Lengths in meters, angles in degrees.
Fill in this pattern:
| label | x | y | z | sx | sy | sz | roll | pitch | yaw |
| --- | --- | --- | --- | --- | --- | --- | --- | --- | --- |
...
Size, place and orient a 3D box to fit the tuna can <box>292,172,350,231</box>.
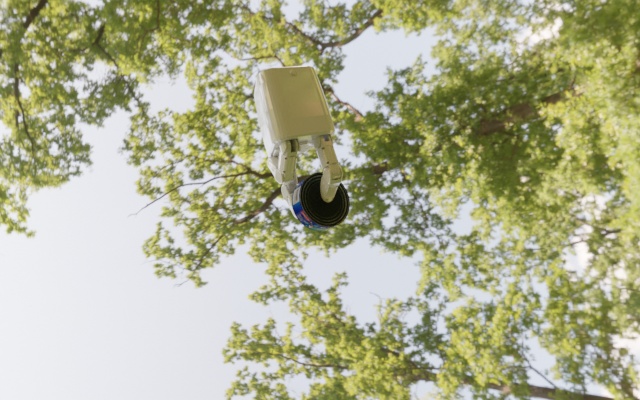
| label | x | y | z | sx | sy | sz | roll | pitch | yaw |
| --- | --- | --- | --- | --- | --- | --- | --- | --- | --- |
| tuna can | 0.000 | 0.003 | 0.728 | 0.086 | 0.086 | 0.034 | 0 | -16 | -30 |
